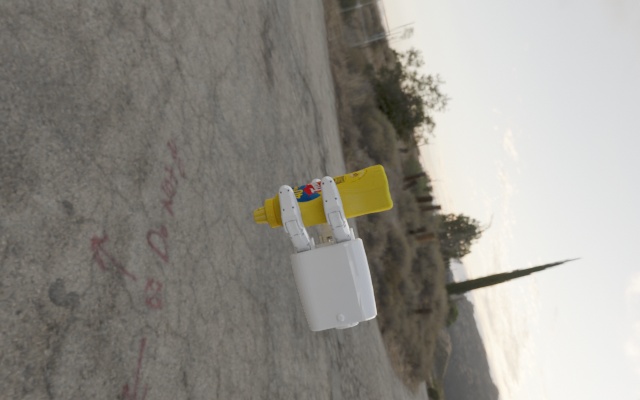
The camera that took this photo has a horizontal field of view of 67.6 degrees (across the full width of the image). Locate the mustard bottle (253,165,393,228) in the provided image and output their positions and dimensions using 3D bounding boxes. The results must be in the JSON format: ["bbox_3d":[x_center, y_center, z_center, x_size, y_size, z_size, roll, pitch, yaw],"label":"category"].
[{"bbox_3d":[0.000,0.002,0.664,0.191,0.058,0.096,-14,19,7],"label":"mustard bottle"}]
